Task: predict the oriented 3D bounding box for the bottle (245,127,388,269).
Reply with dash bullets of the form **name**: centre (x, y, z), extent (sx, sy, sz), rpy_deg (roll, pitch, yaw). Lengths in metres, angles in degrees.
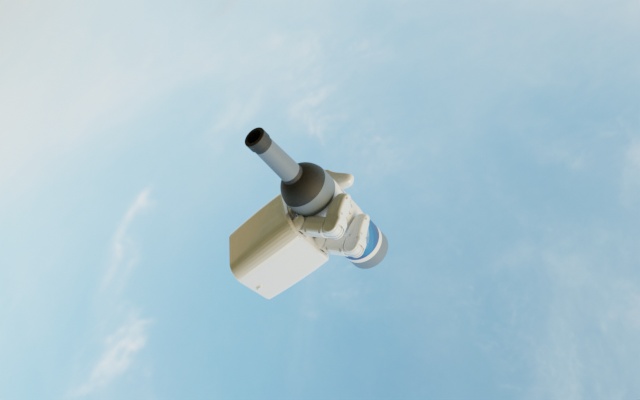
- **bottle**: centre (0.000, 0.002, 0.640), extent (0.069, 0.069, 0.296), rpy_deg (0, -30, 36)
